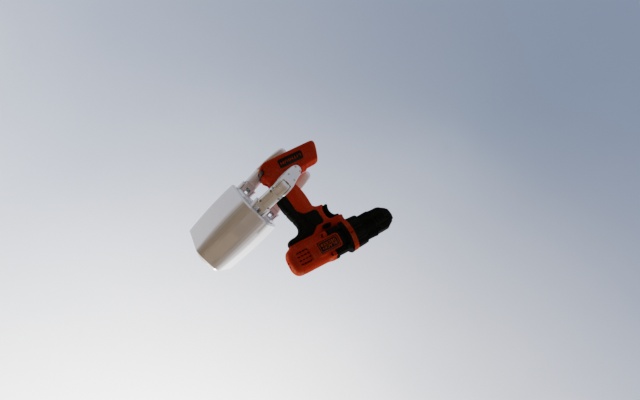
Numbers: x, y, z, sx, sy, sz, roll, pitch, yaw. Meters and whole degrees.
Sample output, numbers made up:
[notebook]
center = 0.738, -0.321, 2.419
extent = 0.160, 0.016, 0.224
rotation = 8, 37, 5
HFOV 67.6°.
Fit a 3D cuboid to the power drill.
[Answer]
[power drill]
center = 0.000, 0.002, 0.756
extent = 0.184, 0.187, 0.057
rotation = -26, -12, -16
